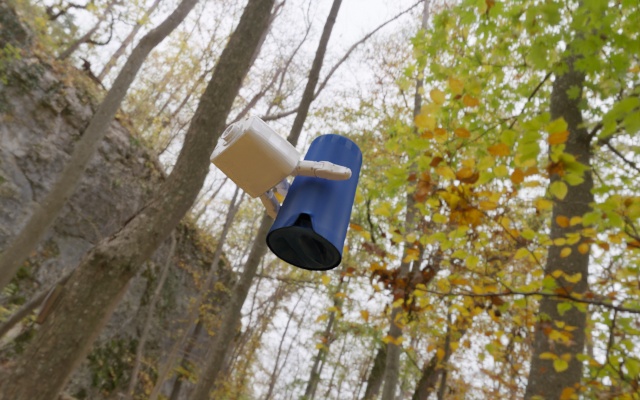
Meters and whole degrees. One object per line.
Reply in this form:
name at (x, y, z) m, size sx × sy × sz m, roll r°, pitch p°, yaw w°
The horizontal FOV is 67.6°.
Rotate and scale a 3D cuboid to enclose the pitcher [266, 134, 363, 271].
pitcher at (0.000, 0.003, 0.878) m, size 0.145 × 0.242 × 0.149 m, roll 39°, pitch -40°, yaw -26°
